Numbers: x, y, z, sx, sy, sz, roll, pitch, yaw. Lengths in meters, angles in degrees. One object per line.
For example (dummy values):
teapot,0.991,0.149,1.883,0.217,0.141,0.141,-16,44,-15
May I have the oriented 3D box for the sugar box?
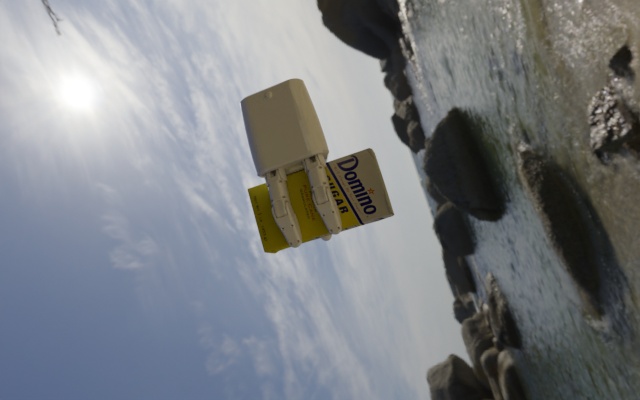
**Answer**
sugar box,0.000,0.002,0.635,0.176,0.093,0.048,-19,-9,12
